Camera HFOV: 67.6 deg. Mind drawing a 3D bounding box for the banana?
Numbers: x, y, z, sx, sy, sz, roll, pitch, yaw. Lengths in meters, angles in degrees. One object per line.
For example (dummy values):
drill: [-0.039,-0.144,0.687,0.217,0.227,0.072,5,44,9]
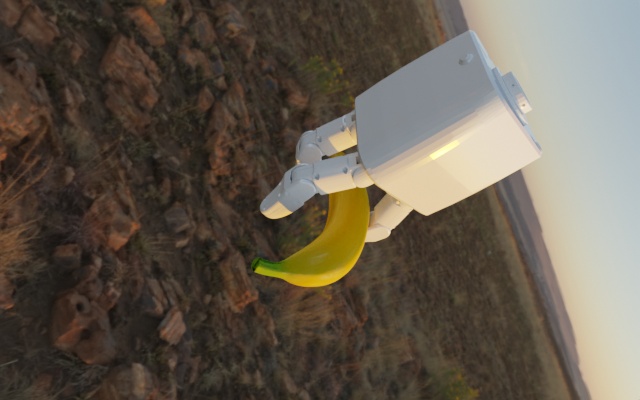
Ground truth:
banana: [0.012,0.016,0.419,0.037,0.069,0.197,-40,10,33]
